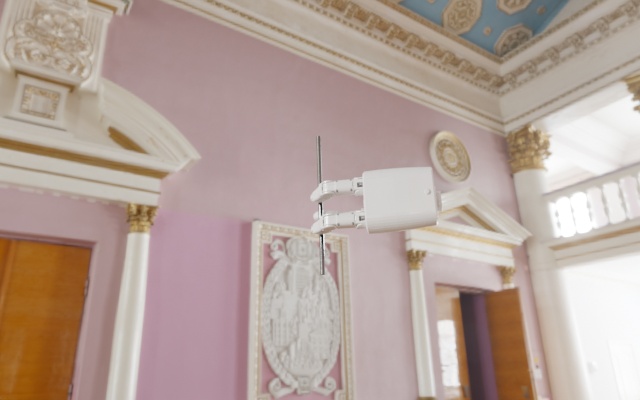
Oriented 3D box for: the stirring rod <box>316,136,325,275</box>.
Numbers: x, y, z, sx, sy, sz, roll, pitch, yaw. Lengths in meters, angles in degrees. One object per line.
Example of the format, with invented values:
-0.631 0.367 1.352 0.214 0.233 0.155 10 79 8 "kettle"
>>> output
0.000 0.003 0.787 0.011 0.239 0.011 -2 -20 -1 "stirring rod"
